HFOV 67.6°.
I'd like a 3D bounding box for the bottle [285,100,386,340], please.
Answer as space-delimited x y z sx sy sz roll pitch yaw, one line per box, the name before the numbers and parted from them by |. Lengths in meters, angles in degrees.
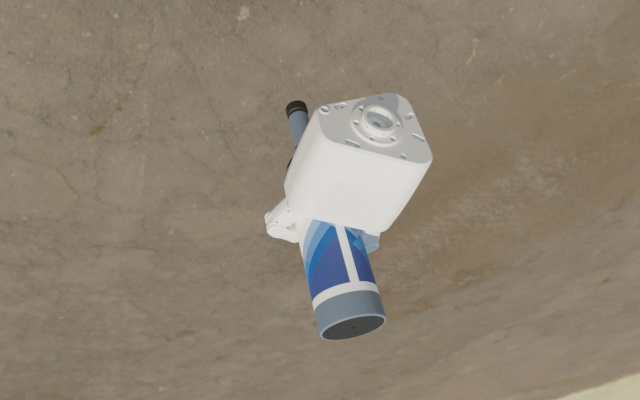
bottle | 0.000 0.002 0.535 0.069 0.295 0.069 -10 -32 -7
